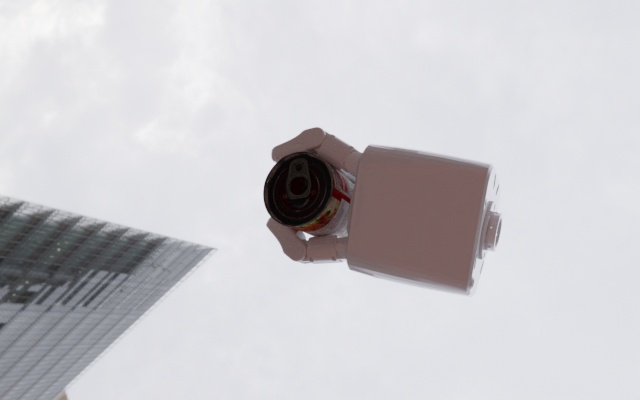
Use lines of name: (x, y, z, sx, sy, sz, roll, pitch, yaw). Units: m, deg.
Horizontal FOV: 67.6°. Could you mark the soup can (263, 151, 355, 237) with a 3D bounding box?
soup can: (0.000, 0.002, 0.458, 0.068, 0.068, 0.102, 0, -14, 25)
